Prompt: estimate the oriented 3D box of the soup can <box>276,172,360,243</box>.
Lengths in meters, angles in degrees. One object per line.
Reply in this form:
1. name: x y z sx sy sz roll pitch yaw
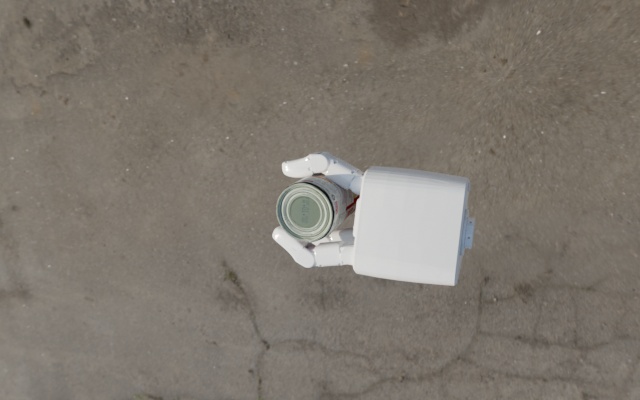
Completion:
1. soup can: 0.000 0.002 0.548 0.068 0.068 0.102 0 14 21
